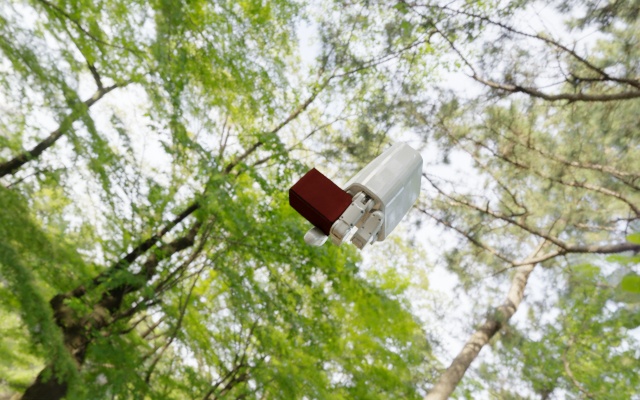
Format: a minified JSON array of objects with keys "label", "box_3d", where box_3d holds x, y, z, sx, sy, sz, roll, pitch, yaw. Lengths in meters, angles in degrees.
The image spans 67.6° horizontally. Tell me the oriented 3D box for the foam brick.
[{"label":"foam brick","box_3d":[0.000,0.002,0.673,0.078,0.051,0.053,39,-21,12]}]
